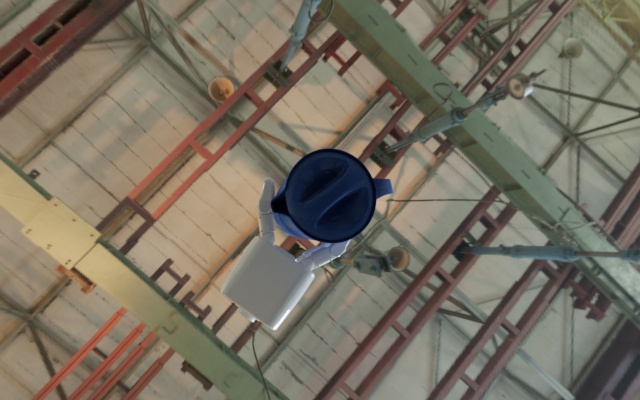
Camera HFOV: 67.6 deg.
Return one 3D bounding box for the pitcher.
[{"bbox_3d":[0.000,0.003,0.775,0.149,0.145,0.243,34,-11,-8],"label":"pitcher"}]
